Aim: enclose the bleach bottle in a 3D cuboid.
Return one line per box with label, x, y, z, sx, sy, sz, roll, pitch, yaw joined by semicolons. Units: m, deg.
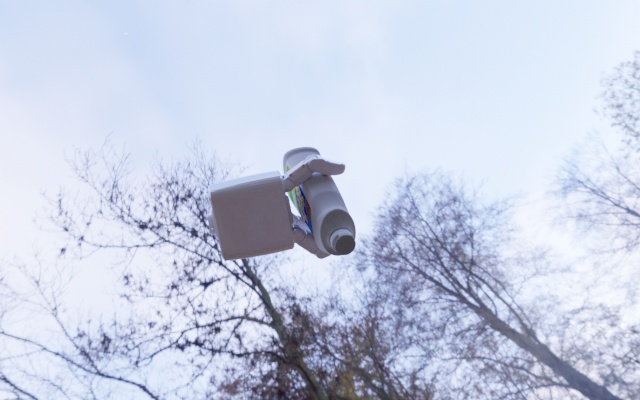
bleach bottle;0.000;0.002;0.711;0.068;0.103;0.250;-10;24;-11
